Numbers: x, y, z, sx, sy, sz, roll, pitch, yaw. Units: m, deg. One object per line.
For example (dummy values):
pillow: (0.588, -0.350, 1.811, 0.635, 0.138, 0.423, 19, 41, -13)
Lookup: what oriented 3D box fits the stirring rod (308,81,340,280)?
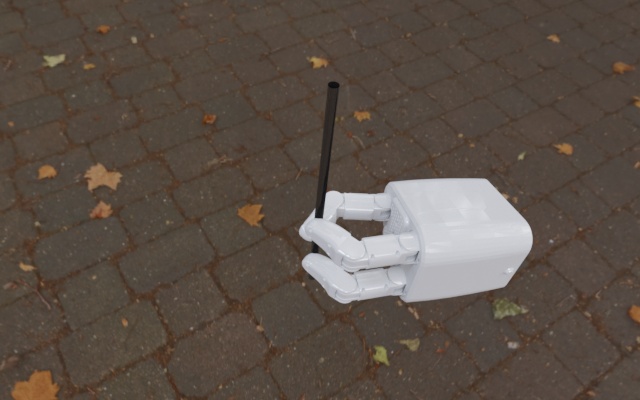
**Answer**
stirring rod: (0.000, 0.001, 0.410, 0.011, 0.011, 0.240, 0, -41, -6)
